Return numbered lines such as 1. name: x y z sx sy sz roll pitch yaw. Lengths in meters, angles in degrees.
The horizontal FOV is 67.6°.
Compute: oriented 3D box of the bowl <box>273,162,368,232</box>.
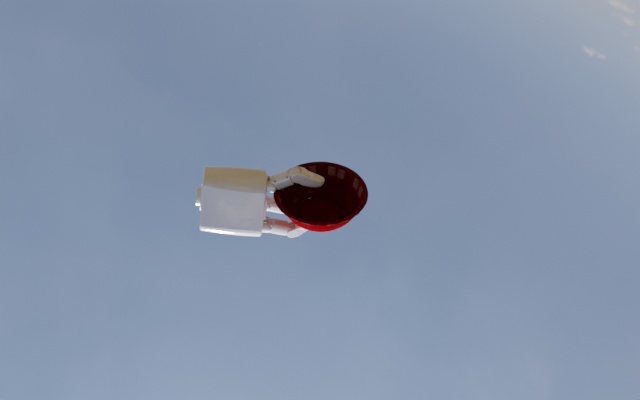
1. bowl: 0.001 0.003 0.828 0.162 0.055 0.162 0 43 0
